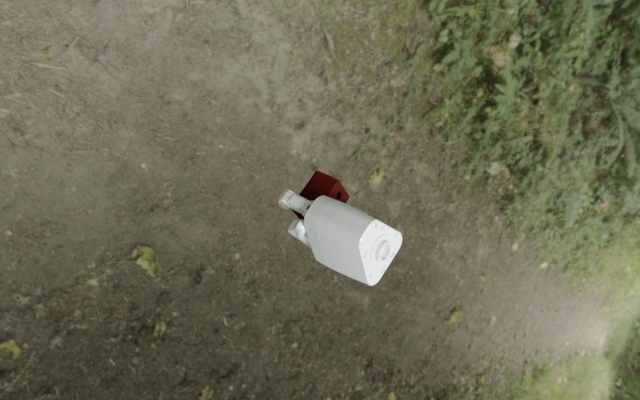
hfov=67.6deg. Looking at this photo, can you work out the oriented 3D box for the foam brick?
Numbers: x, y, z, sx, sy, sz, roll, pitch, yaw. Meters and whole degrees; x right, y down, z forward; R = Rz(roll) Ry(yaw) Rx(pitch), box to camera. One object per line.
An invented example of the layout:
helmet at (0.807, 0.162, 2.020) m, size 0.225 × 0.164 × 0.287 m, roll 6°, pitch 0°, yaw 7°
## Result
foam brick at (0.000, 0.002, 0.765) m, size 0.051 × 0.078 × 0.053 m, roll 22°, pitch -20°, yaw 38°
